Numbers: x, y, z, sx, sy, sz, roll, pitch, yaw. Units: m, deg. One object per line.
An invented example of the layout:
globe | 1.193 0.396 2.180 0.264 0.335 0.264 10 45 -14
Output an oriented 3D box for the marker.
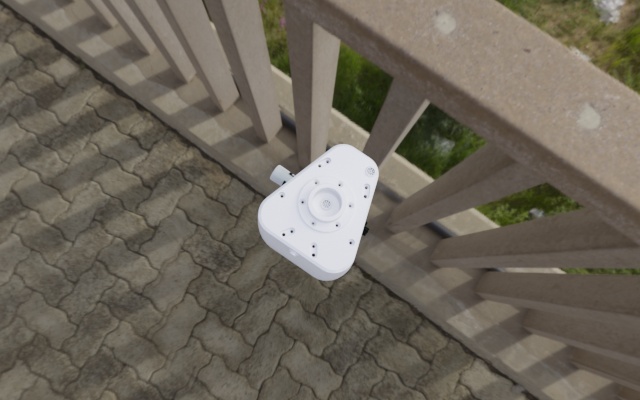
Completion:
marker | 0.000 0.002 0.518 0.121 0.020 0.020 33 2 3
